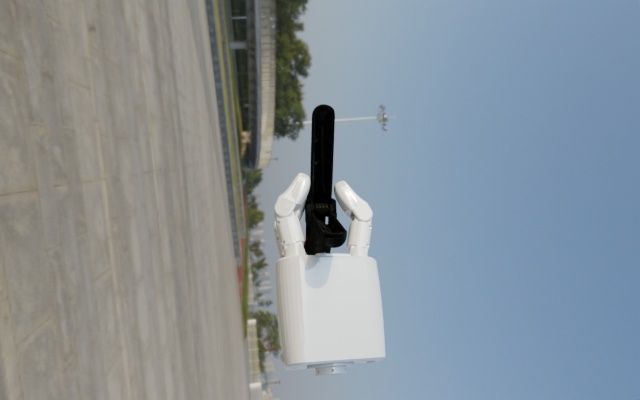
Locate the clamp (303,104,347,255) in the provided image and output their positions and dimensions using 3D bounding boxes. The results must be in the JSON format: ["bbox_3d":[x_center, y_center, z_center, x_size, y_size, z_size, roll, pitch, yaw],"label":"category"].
[{"bbox_3d":[0.001,0.002,0.563,0.036,0.164,0.210,0,-22,-6],"label":"clamp"}]
